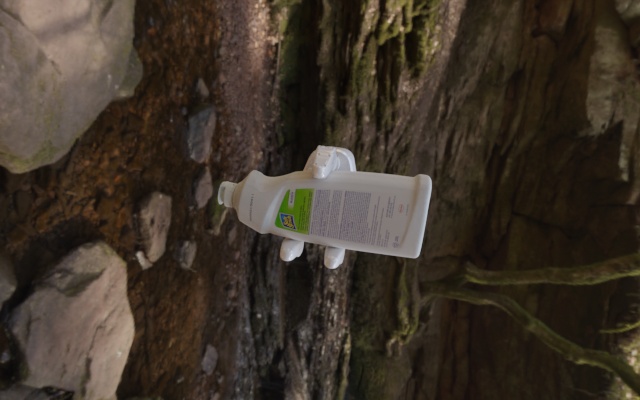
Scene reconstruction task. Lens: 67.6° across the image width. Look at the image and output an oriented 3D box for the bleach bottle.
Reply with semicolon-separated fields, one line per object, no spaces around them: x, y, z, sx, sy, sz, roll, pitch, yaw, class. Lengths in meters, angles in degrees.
0.000;0.002;0.582;0.251;0.102;0.068;9;10;7;bleach bottle
